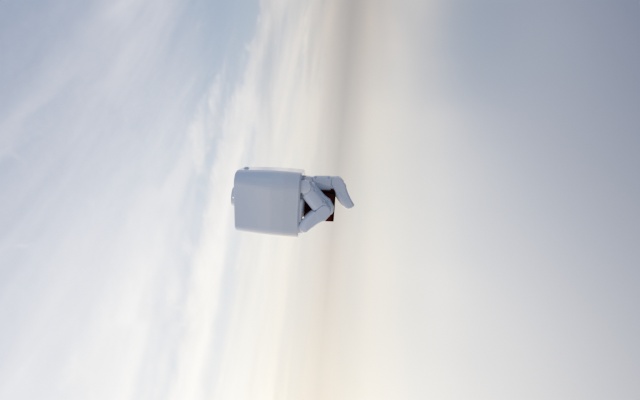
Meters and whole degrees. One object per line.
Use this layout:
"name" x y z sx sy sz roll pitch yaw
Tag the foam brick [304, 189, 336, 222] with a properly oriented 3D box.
"foam brick" 0.000 0.003 0.833 0.051 0.053 0.078 4 9 2
